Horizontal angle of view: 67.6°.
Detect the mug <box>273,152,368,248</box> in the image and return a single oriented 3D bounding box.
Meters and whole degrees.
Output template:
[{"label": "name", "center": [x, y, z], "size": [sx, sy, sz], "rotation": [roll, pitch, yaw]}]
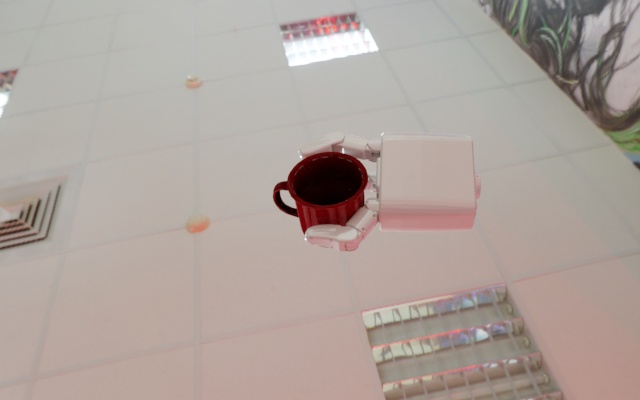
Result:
[{"label": "mug", "center": [-0.001, 0.002, 0.574], "size": [0.117, 0.093, 0.082], "rotation": [2, -43, 10]}]
